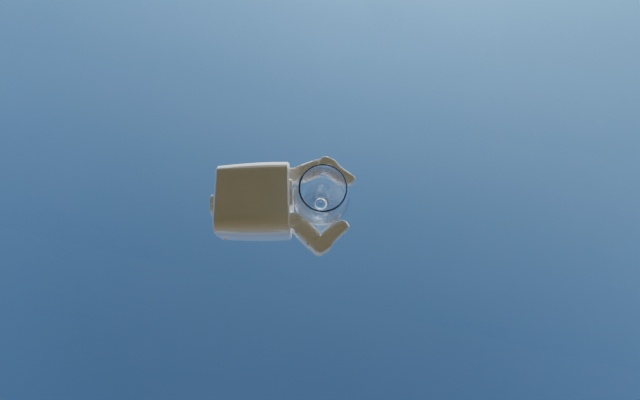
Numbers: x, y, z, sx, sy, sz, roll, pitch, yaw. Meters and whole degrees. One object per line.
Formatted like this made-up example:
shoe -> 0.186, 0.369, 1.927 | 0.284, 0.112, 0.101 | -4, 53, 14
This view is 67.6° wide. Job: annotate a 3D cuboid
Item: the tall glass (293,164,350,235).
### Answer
tall glass -> 0.000, 0.002, 0.695 | 0.079, 0.079, 0.201 | 0, -11, -2
